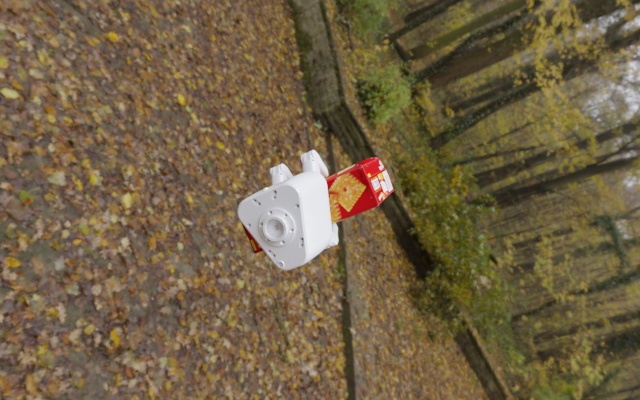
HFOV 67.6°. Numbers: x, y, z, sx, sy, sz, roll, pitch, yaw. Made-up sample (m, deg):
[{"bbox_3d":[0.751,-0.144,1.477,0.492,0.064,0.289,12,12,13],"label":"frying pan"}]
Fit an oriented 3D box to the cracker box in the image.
[{"bbox_3d":[0.000,0.003,0.779,0.214,0.072,0.164,-21,3,19],"label":"cracker box"}]
